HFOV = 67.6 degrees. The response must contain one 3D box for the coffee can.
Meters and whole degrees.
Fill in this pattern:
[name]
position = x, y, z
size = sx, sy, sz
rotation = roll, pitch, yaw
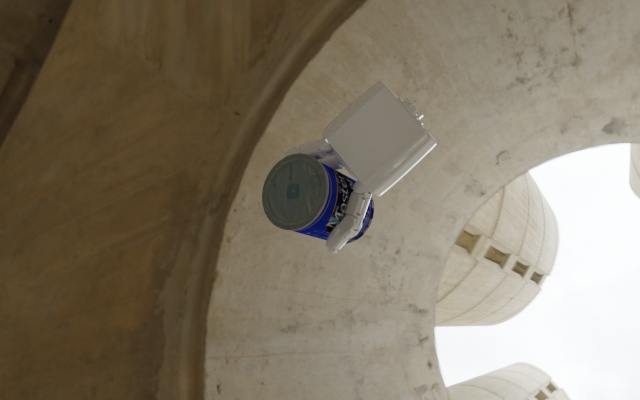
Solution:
[coffee can]
position = 0.000, 0.002, 0.677
size = 0.103, 0.103, 0.140
rotation = 0, -12, 32
